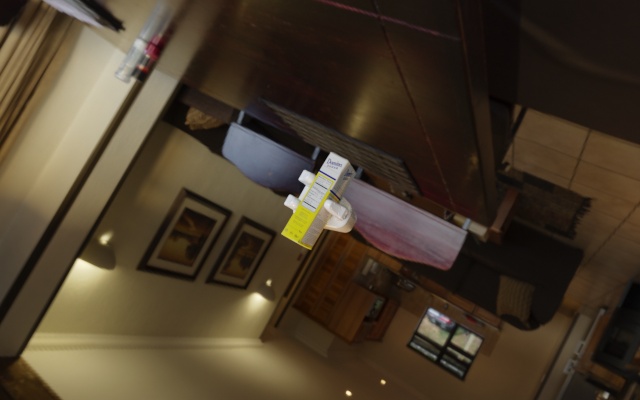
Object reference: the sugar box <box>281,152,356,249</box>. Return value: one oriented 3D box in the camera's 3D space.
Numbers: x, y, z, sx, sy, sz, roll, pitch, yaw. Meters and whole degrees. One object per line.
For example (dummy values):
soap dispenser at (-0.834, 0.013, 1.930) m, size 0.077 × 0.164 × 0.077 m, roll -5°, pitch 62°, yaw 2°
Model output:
sugar box at (0.000, 0.003, 0.899) m, size 0.048 × 0.176 × 0.093 m, roll 28°, pitch -5°, yaw 17°
